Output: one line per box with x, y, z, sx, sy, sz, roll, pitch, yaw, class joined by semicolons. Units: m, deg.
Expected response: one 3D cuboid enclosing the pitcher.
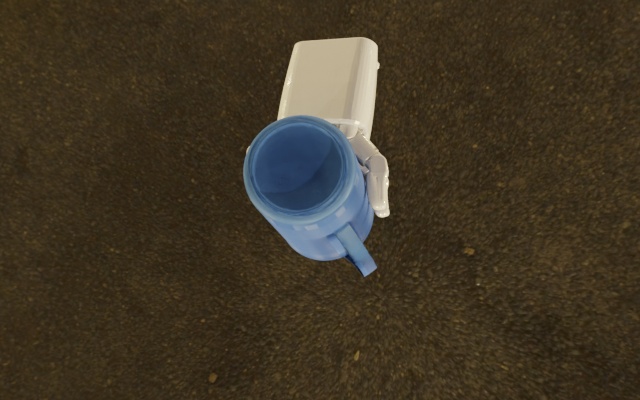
0.000;0.002;0.552;0.149;0.145;0.243;9;-10;9;pitcher
